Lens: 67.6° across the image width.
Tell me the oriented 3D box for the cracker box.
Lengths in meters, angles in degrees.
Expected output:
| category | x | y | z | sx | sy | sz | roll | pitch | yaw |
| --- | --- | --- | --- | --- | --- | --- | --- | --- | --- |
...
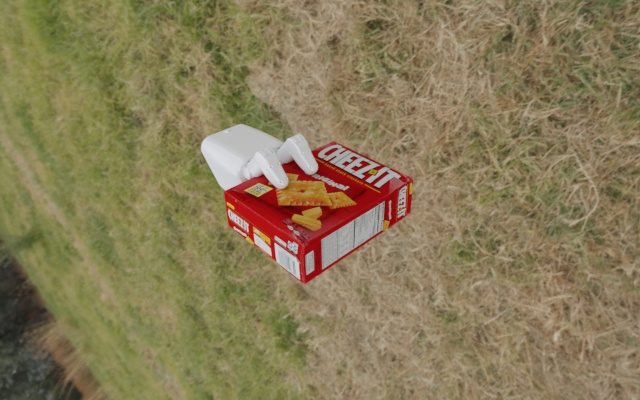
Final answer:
| category | x | y | z | sx | sy | sz | roll | pitch | yaw |
| --- | --- | --- | --- | --- | --- | --- | --- | --- | --- |
| cracker box | 0.000 | 0.002 | 0.672 | 0.213 | 0.072 | 0.164 | -29 | 45 | -34 |
